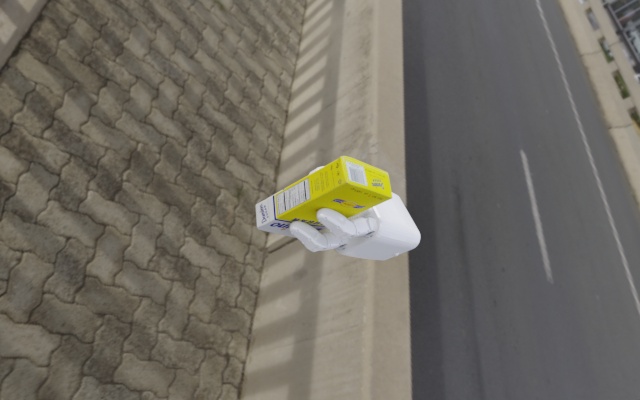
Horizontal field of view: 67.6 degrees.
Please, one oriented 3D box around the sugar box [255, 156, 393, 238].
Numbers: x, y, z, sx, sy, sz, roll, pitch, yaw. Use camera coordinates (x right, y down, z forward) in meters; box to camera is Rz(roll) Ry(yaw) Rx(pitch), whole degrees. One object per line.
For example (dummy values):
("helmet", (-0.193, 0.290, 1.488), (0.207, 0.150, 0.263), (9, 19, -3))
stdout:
("sugar box", (0.000, 0.003, 0.657), (0.093, 0.048, 0.176), (16, -35, -42))
